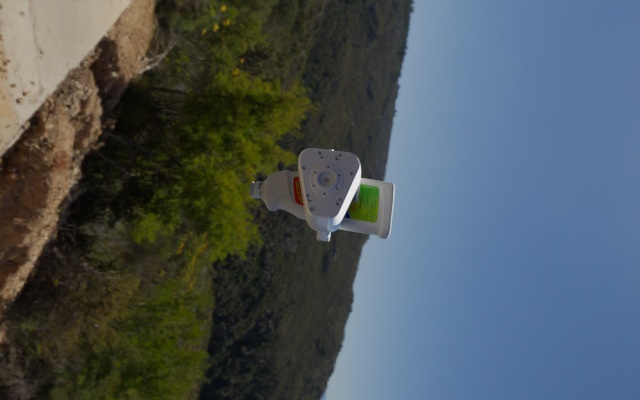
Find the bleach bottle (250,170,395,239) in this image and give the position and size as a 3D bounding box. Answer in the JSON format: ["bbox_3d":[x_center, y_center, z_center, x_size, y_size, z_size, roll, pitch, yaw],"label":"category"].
[{"bbox_3d":[0.000,0.003,0.845,0.251,0.102,0.068,7,-13,3],"label":"bleach bottle"}]
